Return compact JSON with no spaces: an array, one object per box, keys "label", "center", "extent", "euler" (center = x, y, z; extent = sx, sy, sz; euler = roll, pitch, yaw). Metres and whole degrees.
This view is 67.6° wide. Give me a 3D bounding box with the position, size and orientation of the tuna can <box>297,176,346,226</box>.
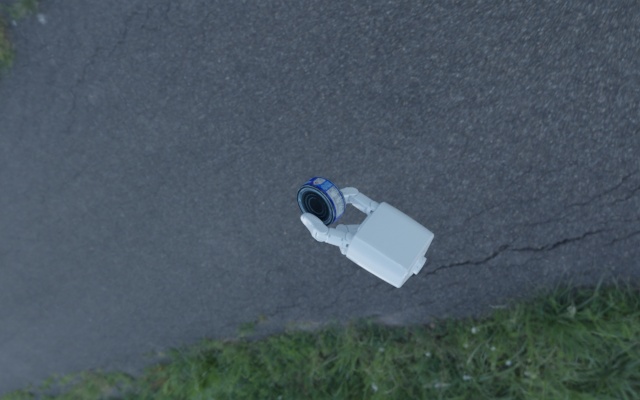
[{"label":"tuna can","center":[0.000,0.003,0.828],"extent":[0.086,0.086,0.033],"euler":[0,29,45]}]
